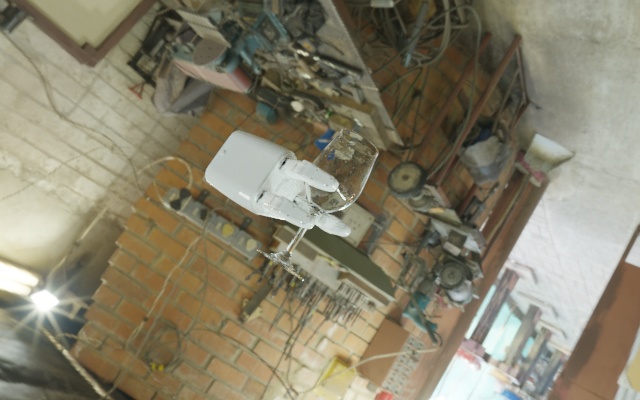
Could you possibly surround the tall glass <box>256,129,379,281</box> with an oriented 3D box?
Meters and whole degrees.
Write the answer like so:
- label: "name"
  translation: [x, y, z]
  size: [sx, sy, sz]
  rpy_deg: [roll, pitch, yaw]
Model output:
- label: "tall glass"
  translation: [0.000, 0.003, 0.640]
  size: [0.079, 0.201, 0.079]
  rpy_deg: [32, -9, 6]
